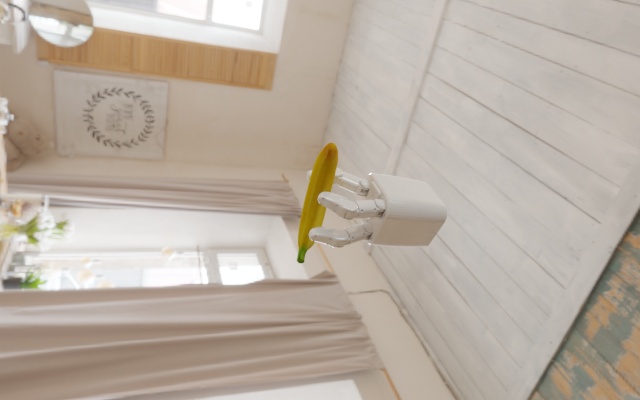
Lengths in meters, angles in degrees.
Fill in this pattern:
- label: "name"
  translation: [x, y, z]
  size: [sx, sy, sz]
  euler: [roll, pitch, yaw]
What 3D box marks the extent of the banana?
- label: "banana"
  translation: [-0.003, -0.001, 0.747]
  size: [0.037, 0.198, 0.069]
  euler: [9, 20, -12]
